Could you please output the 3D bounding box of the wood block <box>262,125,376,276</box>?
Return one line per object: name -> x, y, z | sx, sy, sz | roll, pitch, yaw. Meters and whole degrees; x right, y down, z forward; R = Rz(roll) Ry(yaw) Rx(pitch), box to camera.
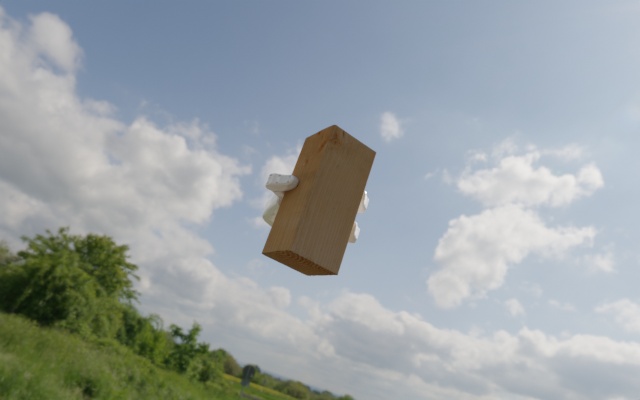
wood block -> 0.000, 0.002, 0.731 | 0.091, 0.206, 0.090 | 30, -23, -26
